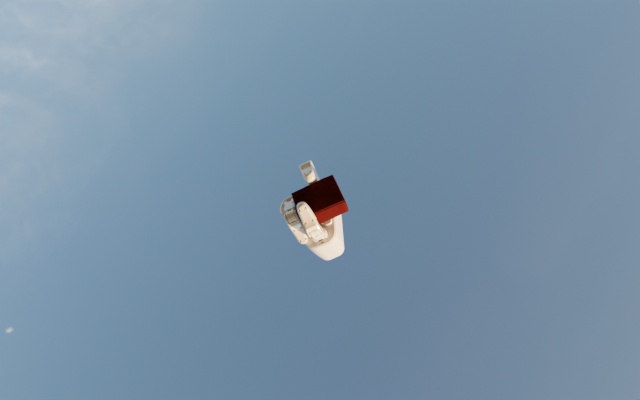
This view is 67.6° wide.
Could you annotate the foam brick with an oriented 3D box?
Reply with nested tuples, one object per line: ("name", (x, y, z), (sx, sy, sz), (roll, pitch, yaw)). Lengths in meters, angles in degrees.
("foam brick", (0.000, 0.003, 0.785), (0.078, 0.053, 0.051), (-24, -23, 4))
